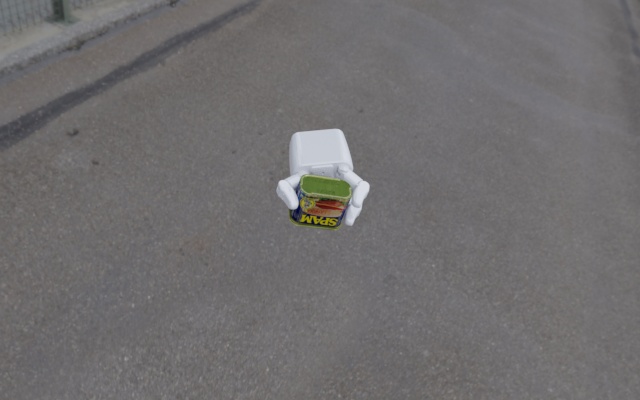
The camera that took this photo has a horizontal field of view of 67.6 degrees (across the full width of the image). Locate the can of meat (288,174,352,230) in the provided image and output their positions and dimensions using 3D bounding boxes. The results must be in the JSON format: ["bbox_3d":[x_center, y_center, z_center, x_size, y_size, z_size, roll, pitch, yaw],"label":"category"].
[{"bbox_3d":[0.000,0.003,0.871,0.102,0.057,0.084,8,-46,-13],"label":"can of meat"}]
